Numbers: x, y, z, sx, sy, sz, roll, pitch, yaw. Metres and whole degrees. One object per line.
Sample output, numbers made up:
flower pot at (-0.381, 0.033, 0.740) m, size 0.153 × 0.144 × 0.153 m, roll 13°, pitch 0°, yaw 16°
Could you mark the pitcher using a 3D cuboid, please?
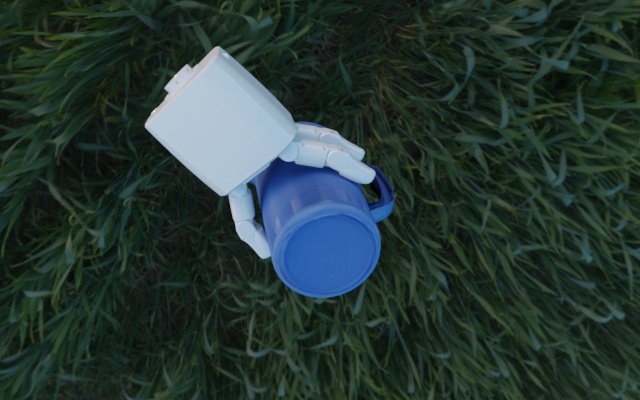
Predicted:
pitcher at (0.000, 0.002, 0.562) m, size 0.149 × 0.145 × 0.242 m, roll -41°, pitch 25°, yaw 10°
